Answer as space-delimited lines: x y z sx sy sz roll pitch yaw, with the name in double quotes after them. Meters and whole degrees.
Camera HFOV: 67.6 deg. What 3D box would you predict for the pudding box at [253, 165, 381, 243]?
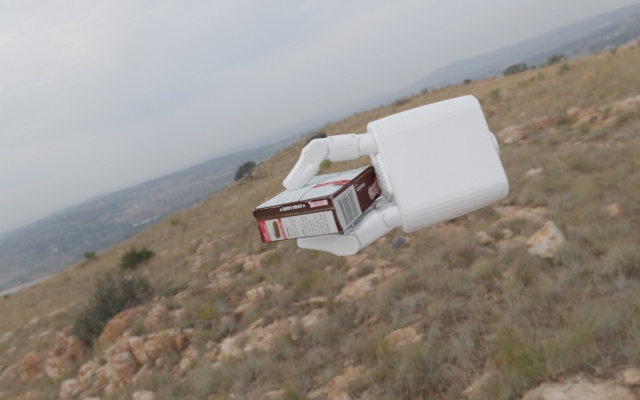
0.000 0.001 0.478 0.090 0.039 0.113 -11 12 29 "pudding box"
